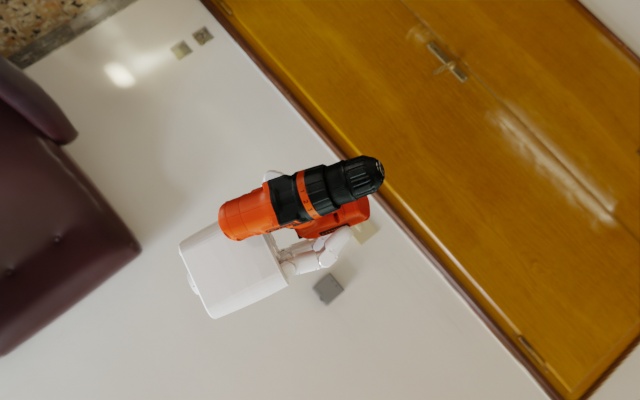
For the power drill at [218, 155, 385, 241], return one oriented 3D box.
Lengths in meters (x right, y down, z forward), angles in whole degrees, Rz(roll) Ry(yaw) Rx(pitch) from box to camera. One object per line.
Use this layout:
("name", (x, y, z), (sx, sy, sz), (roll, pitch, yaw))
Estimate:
("power drill", (0.000, 0.002, 0.556), (0.184, 0.057, 0.188), (-17, -11, 17))
